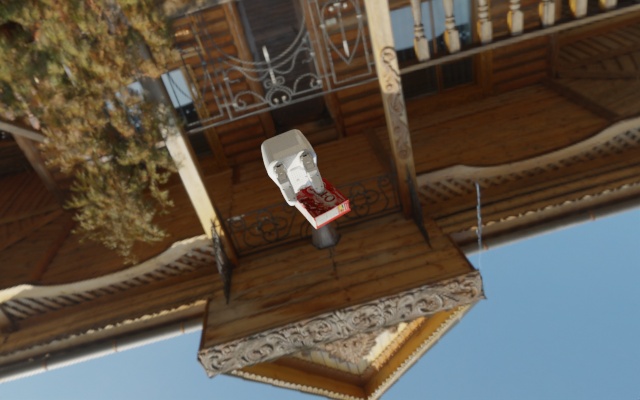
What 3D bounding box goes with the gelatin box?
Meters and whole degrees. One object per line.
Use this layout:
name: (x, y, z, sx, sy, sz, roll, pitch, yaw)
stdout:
gelatin box: (0.000, 0.003, 0.866, 0.073, 0.030, 0.089, -28, 41, -15)
